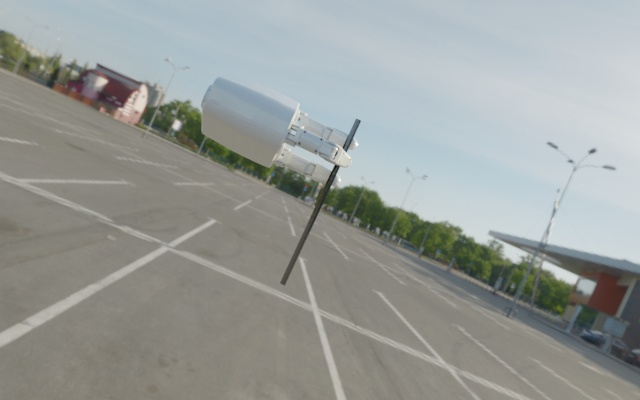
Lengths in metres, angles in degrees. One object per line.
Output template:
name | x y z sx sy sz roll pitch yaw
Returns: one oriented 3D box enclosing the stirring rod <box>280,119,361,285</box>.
stirring rod | 0.000 0.002 0.635 0.011 0.239 0.011 25 0 0
